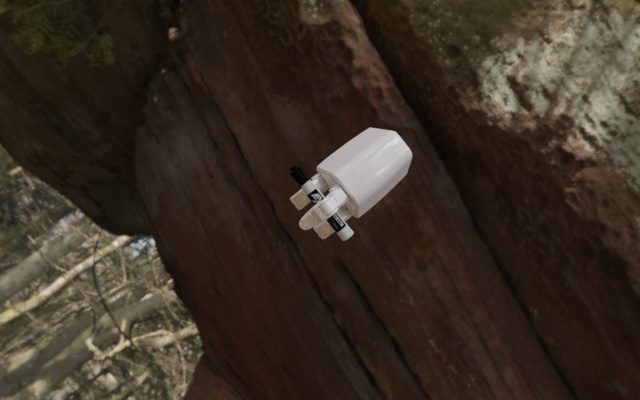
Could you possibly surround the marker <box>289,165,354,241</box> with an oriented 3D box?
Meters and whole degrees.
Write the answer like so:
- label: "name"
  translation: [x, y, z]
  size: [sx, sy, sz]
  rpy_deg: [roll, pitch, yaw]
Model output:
- label: "marker"
  translation: [0.000, 0.002, 0.635]
  size: [0.020, 0.121, 0.020]
  rpy_deg: [-38, 4, 3]
